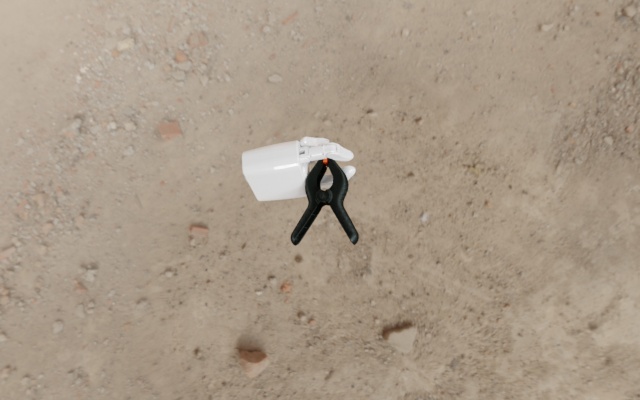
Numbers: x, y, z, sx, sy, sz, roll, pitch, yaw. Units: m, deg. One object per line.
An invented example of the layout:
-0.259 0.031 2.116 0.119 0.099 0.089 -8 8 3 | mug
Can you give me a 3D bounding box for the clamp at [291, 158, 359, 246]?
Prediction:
0.000 0.002 0.840 0.120 0.171 0.039 -9 -21 9 | clamp
